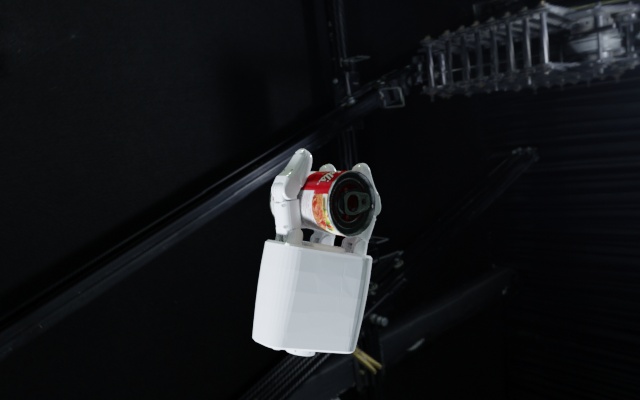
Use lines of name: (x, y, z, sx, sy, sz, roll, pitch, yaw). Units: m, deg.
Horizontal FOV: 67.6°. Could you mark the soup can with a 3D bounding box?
soup can: (0.000, 0.001, 0.522, 0.068, 0.068, 0.102, 0, 2, -41)
